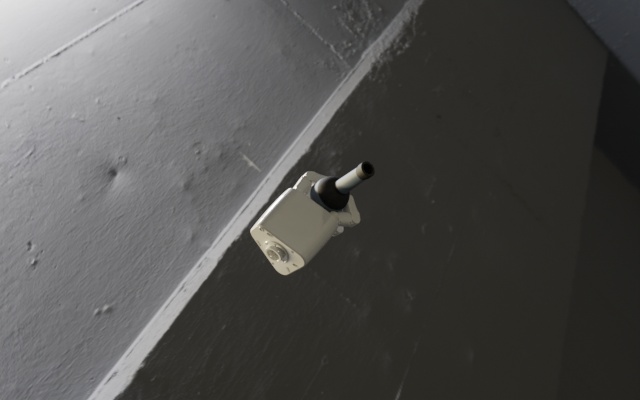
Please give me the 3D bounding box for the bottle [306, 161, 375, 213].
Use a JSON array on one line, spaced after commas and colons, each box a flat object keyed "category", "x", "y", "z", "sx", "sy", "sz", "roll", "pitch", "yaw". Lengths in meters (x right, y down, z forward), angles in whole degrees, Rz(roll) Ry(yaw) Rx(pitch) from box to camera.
[{"category": "bottle", "x": 0.000, "y": 0.003, "z": 0.883, "sx": 0.069, "sy": 0.069, "sz": 0.296, "roll": 0, "pitch": -22, "yaw": -34}]
